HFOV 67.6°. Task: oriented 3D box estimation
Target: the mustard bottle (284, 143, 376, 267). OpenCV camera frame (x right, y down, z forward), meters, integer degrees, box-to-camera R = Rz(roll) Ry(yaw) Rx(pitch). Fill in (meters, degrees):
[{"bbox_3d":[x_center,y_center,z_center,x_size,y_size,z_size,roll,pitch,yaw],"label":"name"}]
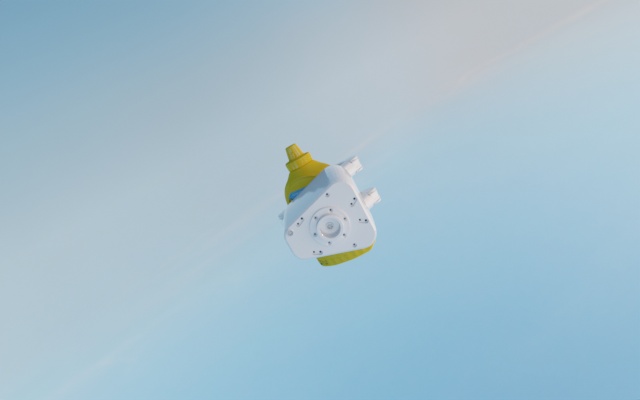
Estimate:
[{"bbox_3d":[0.000,0.002,0.720,0.096,0.192,0.058,-22,13,28],"label":"mustard bottle"}]
